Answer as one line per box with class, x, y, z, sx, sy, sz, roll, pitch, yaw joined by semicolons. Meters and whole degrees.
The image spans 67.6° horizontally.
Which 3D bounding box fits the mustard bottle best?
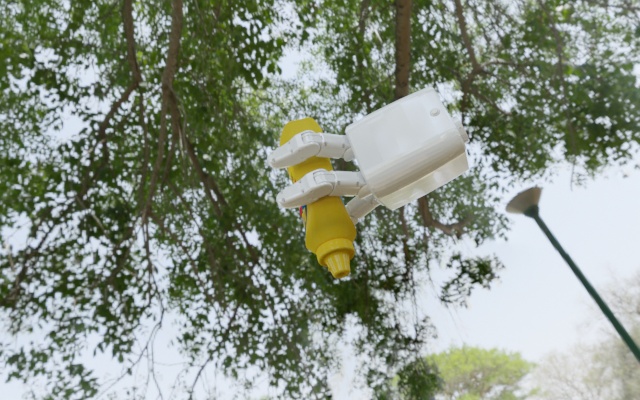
mustard bottle;0.000;0.002;0.552;0.058;0.191;0.096;-13;-34;-7
